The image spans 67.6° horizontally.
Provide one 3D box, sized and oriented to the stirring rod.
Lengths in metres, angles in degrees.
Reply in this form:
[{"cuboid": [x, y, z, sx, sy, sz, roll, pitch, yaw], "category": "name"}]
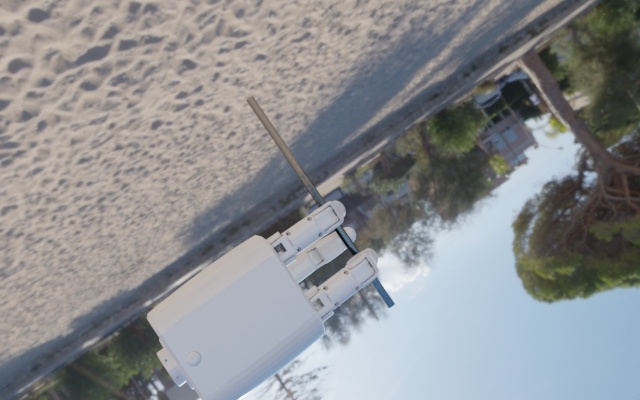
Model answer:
[{"cuboid": [0.000, 0.001, 0.457, 0.011, 0.239, 0.011, -34, 0, 0], "category": "stirring rod"}]
